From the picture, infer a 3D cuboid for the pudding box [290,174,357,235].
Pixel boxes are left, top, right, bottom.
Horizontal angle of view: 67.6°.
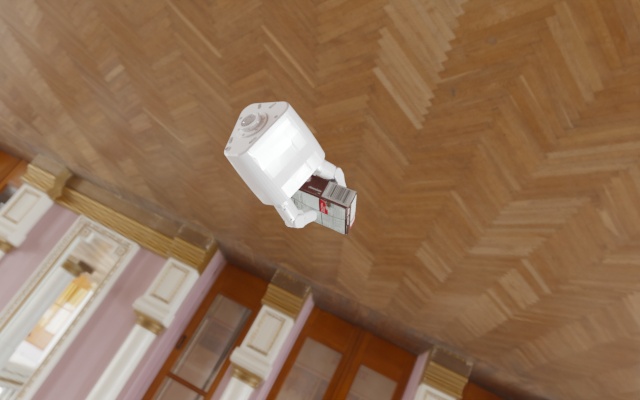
[{"bbox_3d":[0.000,0.003,0.774,0.113,0.039,0.090,23,-27,15],"label":"pudding box"}]
